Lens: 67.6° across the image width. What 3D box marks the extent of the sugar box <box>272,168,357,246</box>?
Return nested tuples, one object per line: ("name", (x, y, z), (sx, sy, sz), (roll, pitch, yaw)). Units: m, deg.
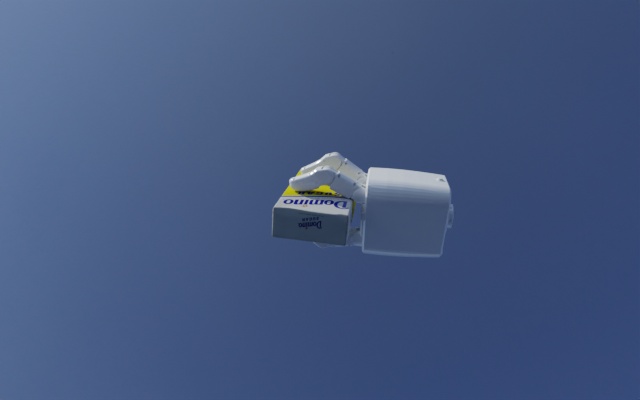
("sugar box", (0.000, 0.002, 0.643), (0.093, 0.048, 0.176), (6, 18, 6))
